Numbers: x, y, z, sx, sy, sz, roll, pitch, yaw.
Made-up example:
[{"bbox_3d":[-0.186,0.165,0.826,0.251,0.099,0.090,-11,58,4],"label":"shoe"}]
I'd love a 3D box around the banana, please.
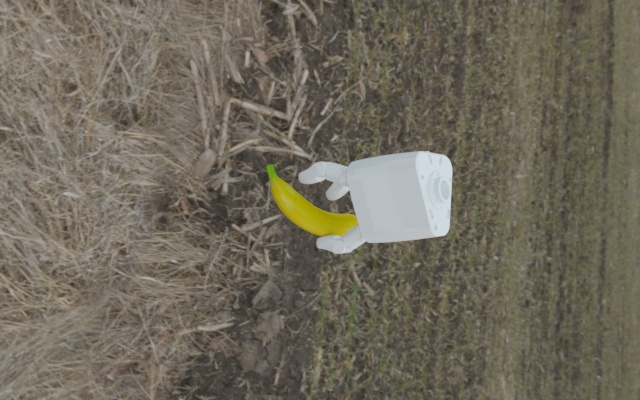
[{"bbox_3d":[-0.005,0.017,0.705,0.037,0.069,0.198,-13,-34,40],"label":"banana"}]
